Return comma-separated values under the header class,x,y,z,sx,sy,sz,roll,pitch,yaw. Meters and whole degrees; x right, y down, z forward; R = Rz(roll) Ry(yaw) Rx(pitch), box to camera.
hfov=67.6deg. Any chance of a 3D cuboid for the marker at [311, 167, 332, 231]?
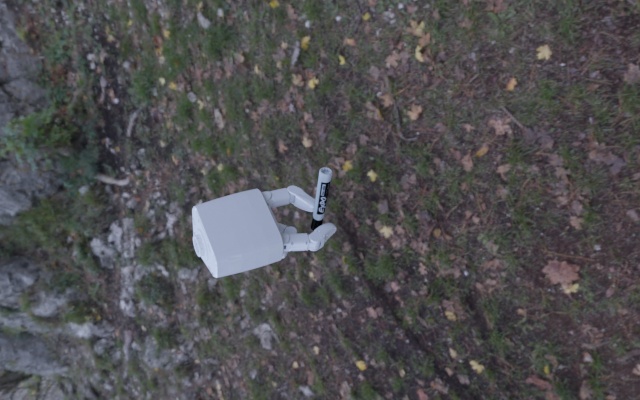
class,x,y,z,sx,sy,sz,roll,pitch,yaw
marker,0.000,0.002,0.733,0.020,0.121,0.020,6,41,-5
